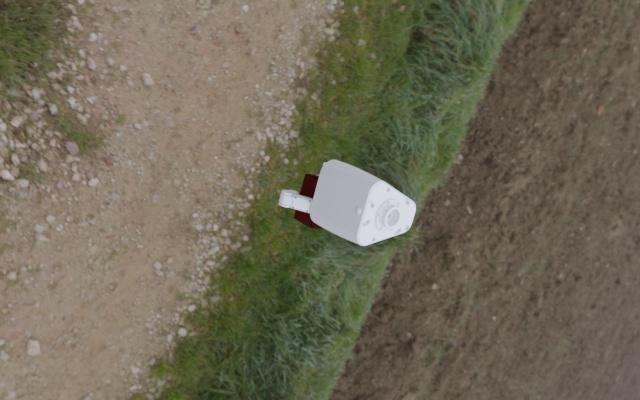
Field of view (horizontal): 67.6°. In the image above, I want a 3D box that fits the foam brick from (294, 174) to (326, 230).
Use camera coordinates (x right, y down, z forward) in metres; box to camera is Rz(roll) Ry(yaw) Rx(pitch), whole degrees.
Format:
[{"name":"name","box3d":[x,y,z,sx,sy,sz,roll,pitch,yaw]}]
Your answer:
[{"name":"foam brick","box3d":[0.000,0.003,0.755,0.053,0.078,0.051,6,14,-39]}]
